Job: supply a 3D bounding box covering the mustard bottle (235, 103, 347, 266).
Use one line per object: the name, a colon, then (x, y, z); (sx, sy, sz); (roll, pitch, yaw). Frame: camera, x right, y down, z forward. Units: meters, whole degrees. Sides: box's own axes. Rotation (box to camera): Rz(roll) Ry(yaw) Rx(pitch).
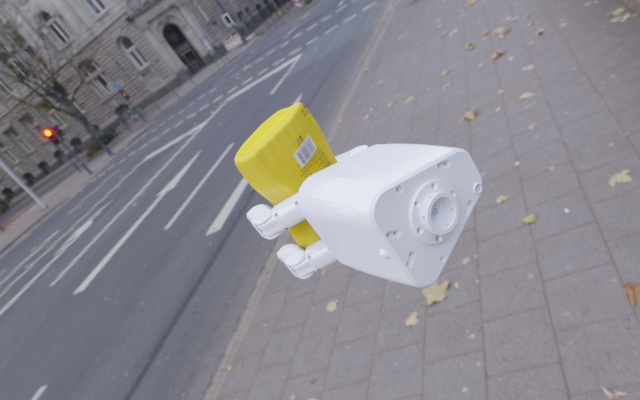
mustard bottle: (0.000, 0.001, 0.496); (0.058, 0.192, 0.096); (-13, 32, 42)
